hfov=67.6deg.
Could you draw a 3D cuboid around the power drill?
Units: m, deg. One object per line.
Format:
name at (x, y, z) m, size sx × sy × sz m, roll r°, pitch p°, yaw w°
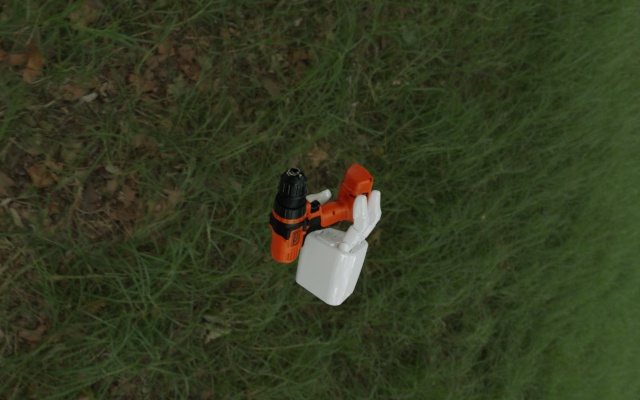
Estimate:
power drill at (0.000, 0.003, 0.789) m, size 0.187 × 0.185 × 0.057 m, roll -23°, pitch 52°, yaw -33°
